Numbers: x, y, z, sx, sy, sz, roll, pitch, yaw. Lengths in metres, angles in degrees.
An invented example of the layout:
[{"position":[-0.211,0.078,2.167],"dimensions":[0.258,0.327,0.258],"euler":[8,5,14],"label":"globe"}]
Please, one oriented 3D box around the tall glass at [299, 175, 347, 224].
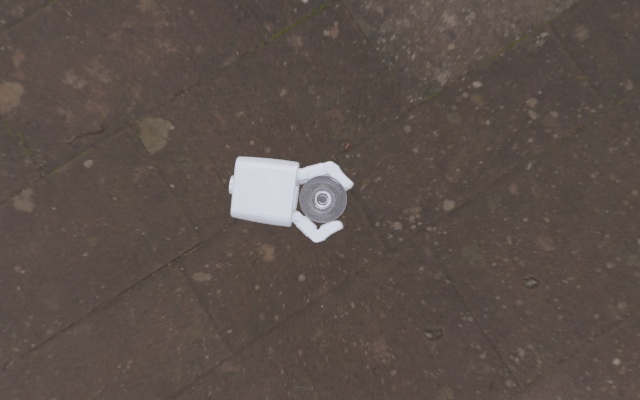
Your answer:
[{"position":[0.000,0.003,0.842],"dimensions":[0.079,0.079,0.201],"euler":[0,-3,-2],"label":"tall glass"}]
